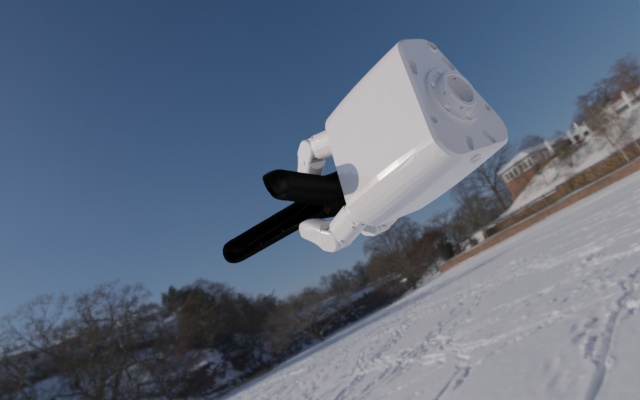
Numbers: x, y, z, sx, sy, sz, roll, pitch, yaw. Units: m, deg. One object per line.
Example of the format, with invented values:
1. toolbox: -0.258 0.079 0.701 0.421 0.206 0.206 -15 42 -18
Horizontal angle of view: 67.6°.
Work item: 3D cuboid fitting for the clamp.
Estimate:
1. clamp: 0.000 0.001 0.497 0.210 0.036 0.165 -17 -18 -39
